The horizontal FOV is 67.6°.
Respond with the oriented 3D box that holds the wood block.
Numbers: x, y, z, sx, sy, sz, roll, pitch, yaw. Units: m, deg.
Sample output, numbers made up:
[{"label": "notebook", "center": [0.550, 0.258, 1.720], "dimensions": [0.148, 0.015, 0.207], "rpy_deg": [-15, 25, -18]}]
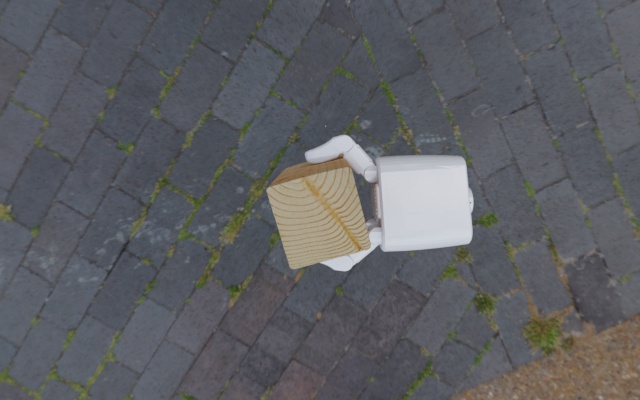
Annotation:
[{"label": "wood block", "center": [0.000, 0.002, 0.583], "dimensions": [0.090, 0.091, 0.206], "rpy_deg": [-15, 8, 3]}]
